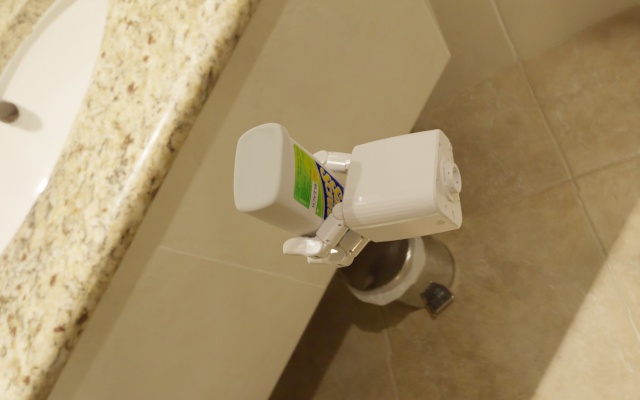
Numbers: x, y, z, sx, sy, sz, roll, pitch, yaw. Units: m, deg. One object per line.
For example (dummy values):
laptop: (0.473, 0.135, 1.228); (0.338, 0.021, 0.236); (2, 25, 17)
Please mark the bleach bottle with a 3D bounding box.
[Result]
bleach bottle: (0.000, 0.002, 0.596); (0.068, 0.102, 0.251); (-12, -23, 31)
